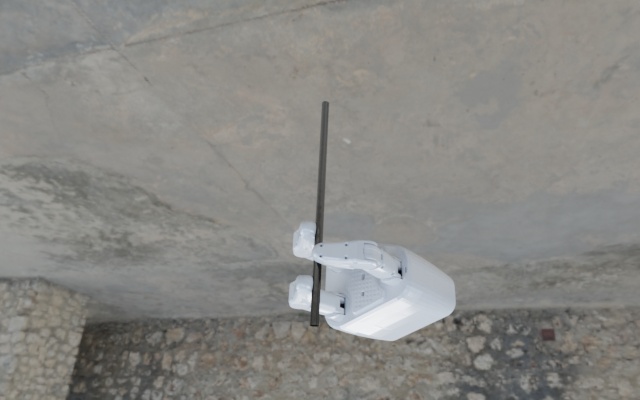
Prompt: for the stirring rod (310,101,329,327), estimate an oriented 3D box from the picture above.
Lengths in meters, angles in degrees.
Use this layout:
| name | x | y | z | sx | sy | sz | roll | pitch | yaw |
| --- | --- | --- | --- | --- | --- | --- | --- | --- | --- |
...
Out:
| name | x | y | z | sx | sy | sz | roll | pitch | yaw |
| --- | --- | --- | --- | --- | --- | --- | --- | --- | --- |
| stirring rod | 0.000 | 0.001 | 0.469 | 0.011 | 0.239 | 0.011 | 2 | -26 | 1 |
